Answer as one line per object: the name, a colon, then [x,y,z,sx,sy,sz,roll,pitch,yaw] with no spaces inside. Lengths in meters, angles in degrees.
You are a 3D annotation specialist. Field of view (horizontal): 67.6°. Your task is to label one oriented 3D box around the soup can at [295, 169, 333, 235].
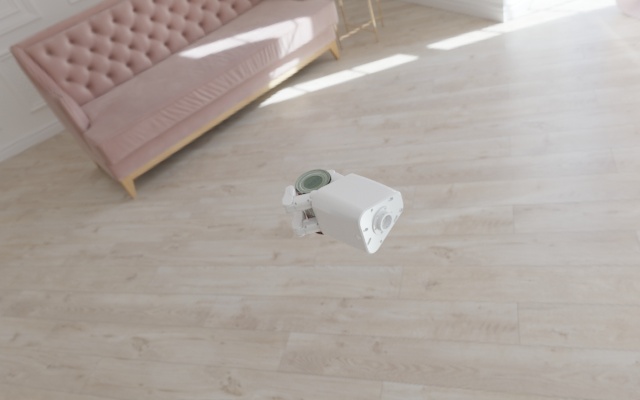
soup can: [0.000,0.002,0.864,0.068,0.102,0.068,-13,39,10]
